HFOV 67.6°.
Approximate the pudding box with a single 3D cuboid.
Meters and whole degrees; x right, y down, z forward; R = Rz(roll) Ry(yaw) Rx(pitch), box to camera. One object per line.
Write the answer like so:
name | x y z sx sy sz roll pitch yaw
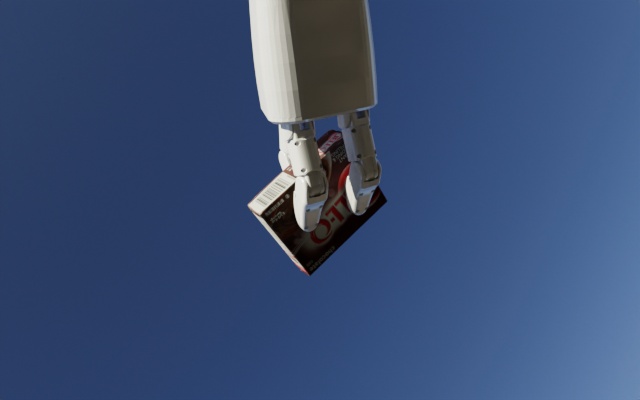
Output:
pudding box | 0.000 0.001 0.459 0.113 0.090 0.039 -42 32 -10
